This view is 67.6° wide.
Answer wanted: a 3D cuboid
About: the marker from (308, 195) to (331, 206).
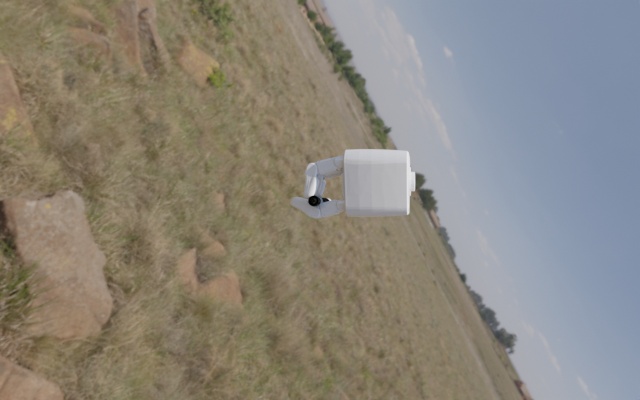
[{"bbox_3d":[0.000,0.003,0.849,0.020,0.020,0.121,0,-3,12],"label":"marker"}]
